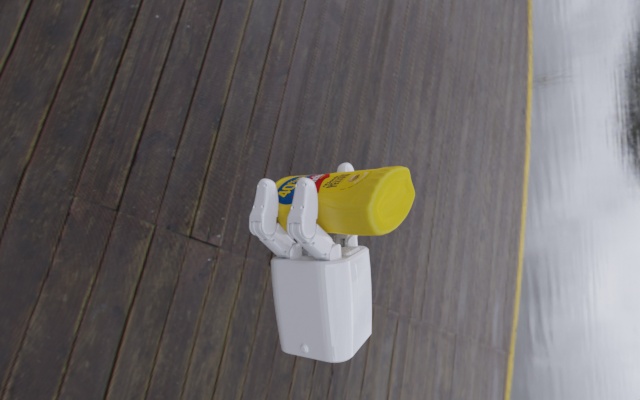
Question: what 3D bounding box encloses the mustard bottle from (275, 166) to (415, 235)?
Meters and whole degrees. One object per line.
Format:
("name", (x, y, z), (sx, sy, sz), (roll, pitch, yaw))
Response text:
("mustard bottle", (0.000, 0.001, 0.530), (0.191, 0.058, 0.096), (-2, 27, 38))
